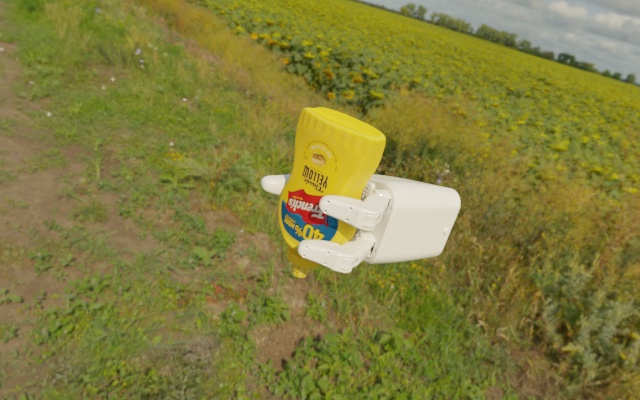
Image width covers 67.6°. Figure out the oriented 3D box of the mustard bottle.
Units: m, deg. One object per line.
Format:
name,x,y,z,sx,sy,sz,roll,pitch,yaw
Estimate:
mustard bottle,0.000,0.002,0.526,0.096,0.192,0.058,29,26,28
